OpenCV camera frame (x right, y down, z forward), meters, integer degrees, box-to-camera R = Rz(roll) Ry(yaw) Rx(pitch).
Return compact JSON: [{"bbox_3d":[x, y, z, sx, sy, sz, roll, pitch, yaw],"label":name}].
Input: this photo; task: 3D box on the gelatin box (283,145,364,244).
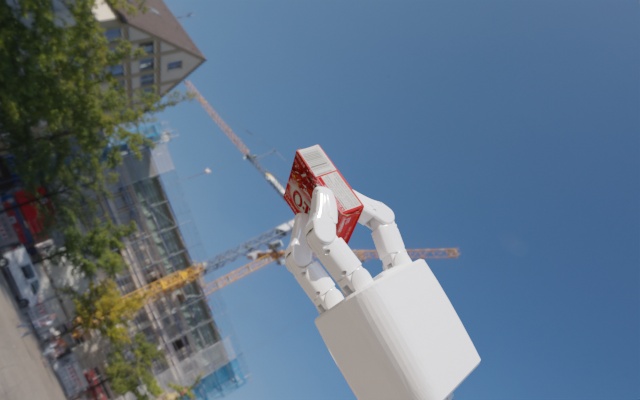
[{"bbox_3d":[0.000,0.001,0.477,0.030,0.089,0.073,-18,-32,-29],"label":"gelatin box"}]
